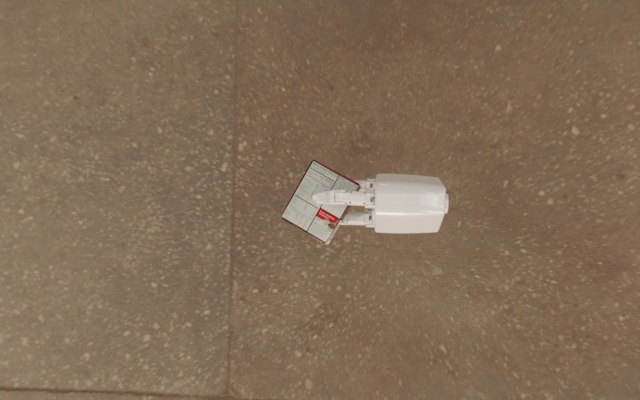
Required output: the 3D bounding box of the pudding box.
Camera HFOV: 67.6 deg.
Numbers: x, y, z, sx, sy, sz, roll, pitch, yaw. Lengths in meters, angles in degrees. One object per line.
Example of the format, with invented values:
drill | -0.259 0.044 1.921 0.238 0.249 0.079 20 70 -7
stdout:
pudding box | 0.000 0.003 0.779 0.090 0.113 0.039 30 -1 8
